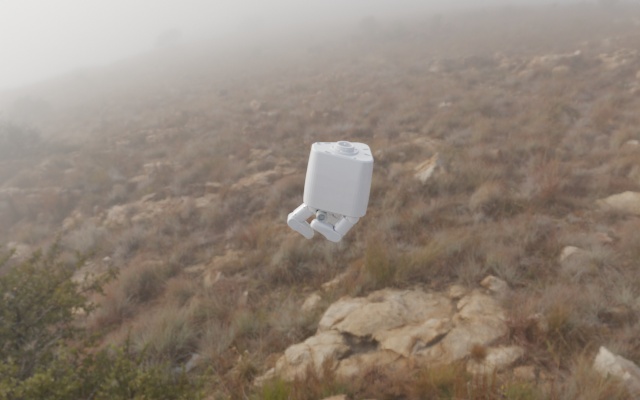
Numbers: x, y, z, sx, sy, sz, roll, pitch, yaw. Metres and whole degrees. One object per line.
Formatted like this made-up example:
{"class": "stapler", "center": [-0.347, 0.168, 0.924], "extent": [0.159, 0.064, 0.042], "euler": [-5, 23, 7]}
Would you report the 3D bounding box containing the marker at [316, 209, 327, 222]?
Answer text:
{"class": "marker", "center": [0.000, 0.003, 0.890], "extent": [0.020, 0.020, 0.121], "euler": [0, 27, -2]}
